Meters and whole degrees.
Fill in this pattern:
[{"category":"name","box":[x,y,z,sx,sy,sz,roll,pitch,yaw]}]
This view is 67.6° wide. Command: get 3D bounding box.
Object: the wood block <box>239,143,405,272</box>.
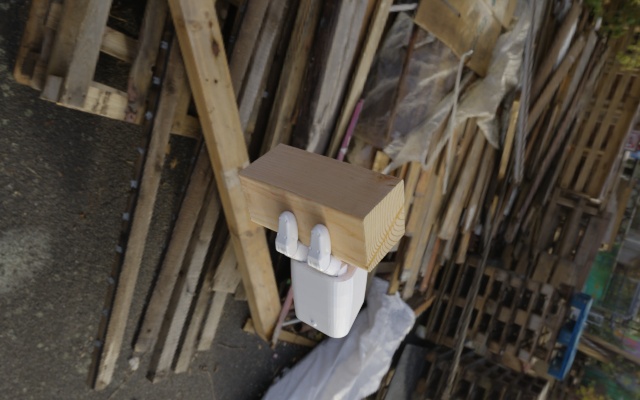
[{"category":"wood block","box":[0.000,0.002,0.641,0.206,0.090,0.090,20,45,34]}]
